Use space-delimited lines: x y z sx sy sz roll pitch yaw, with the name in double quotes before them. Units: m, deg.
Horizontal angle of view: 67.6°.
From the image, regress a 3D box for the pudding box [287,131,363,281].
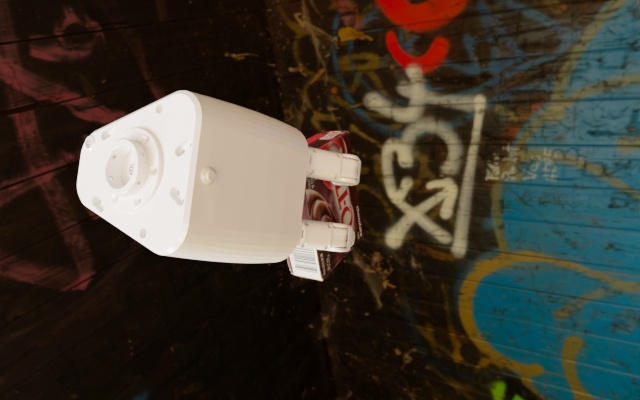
"pudding box" 0.000 0.001 0.435 0.039 0.113 0.090 5 25 30
